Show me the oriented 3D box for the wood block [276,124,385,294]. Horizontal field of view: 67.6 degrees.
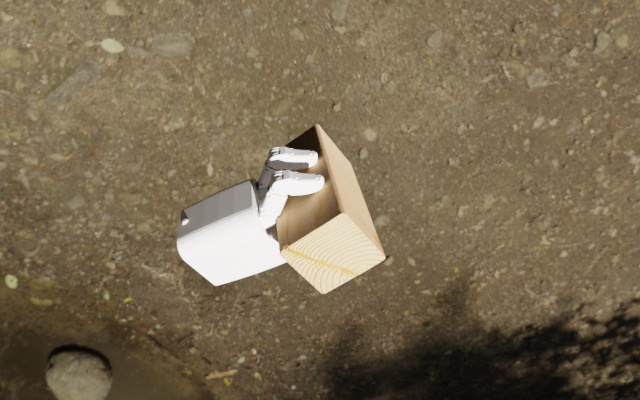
[{"bbox_3d":[0.000,0.002,0.611,0.090,0.091,0.206,-33,35,14],"label":"wood block"}]
